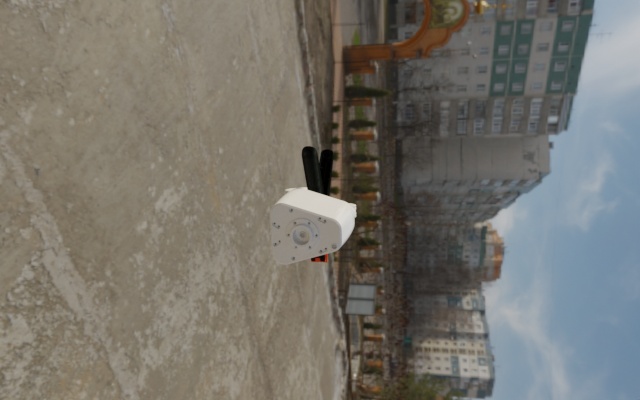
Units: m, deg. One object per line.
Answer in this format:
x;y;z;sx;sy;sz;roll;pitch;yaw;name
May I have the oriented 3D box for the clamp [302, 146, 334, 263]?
0.001;0.003;0.847;0.036;0.210;0.164;1;11;13;clamp
